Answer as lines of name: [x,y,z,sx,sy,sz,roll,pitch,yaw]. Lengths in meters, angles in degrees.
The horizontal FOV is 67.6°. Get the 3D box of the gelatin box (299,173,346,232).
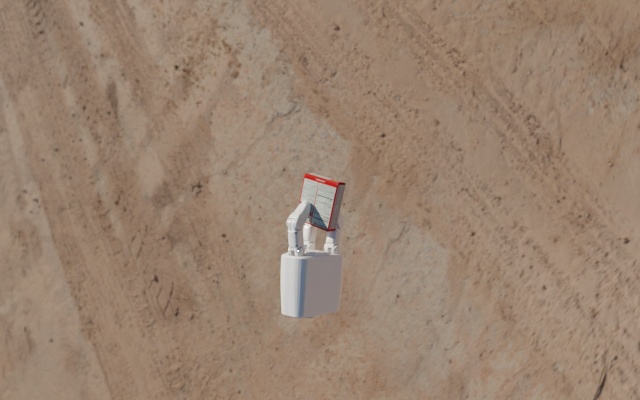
gelatin box: [0.000,0.002,0.844,0.073,0.089,0.030,19,14,33]
